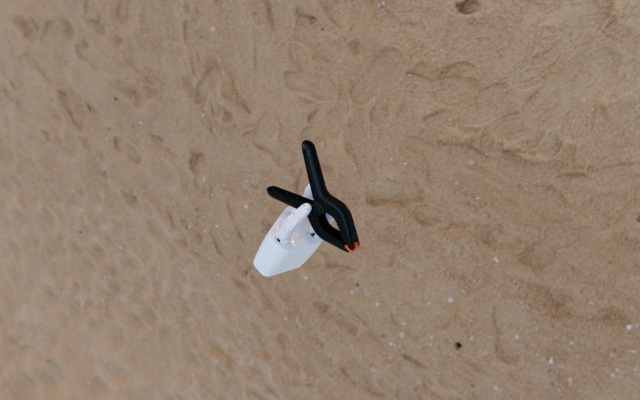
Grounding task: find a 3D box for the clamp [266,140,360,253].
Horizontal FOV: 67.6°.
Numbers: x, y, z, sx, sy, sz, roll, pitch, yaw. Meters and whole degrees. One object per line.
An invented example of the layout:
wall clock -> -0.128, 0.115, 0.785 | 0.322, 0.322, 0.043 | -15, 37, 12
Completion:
clamp -> 0.000, 0.004, 0.862 | 0.036, 0.210, 0.165 | -33, -16, -43
